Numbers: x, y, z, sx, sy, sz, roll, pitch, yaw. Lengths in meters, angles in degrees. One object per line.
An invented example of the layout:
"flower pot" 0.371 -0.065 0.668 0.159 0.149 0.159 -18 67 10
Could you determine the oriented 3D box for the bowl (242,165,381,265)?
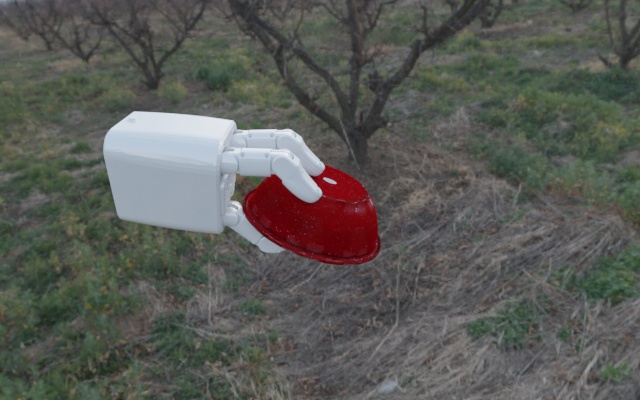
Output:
"bowl" 0.001 0.002 0.522 0.162 0.055 0.162 18 23 -8
